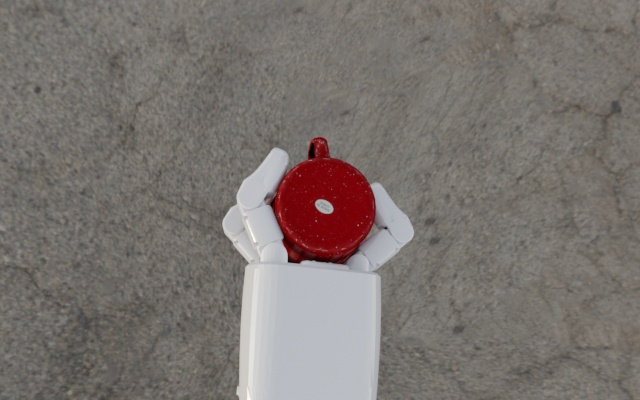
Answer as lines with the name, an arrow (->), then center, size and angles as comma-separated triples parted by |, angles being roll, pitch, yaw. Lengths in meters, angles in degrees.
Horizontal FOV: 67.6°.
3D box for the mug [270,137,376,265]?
mug -> 0.000, 0.000, 0.415 | 0.093, 0.117, 0.081 | 3, -16, -7
